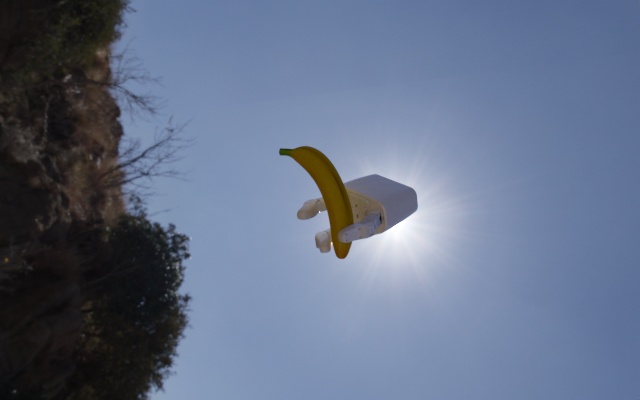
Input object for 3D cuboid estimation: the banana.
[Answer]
[{"bbox_3d":[0.010,-0.007,0.729,0.070,0.198,0.037,-29,-1,43],"label":"banana"}]
